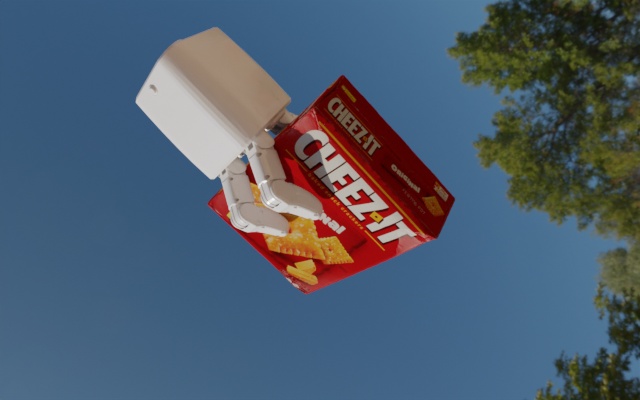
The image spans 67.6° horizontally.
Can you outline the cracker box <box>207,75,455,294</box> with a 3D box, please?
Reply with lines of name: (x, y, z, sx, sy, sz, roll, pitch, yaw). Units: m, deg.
cracker box: (0.000, 0.002, 0.501, 0.214, 0.164, 0.072, -33, 16, 46)
